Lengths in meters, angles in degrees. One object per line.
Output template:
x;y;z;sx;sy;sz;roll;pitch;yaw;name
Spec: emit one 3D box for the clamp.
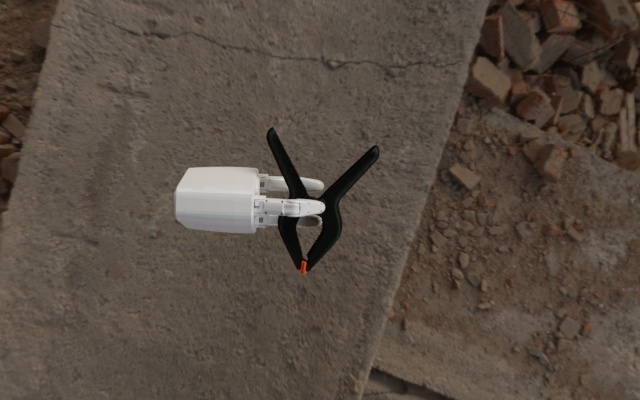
0.000;0.003;0.697;0.164;0.210;0.036;2;6;-3;clamp
